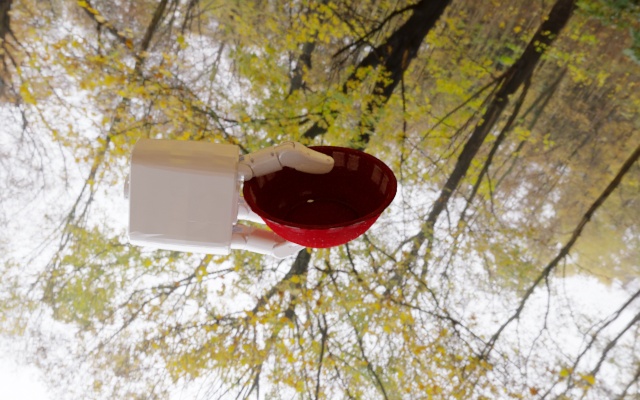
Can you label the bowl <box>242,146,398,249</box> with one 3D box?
[{"bbox_3d":[0.001,0.002,0.512,0.162,0.055,0.162,-2,34,1],"label":"bowl"}]
